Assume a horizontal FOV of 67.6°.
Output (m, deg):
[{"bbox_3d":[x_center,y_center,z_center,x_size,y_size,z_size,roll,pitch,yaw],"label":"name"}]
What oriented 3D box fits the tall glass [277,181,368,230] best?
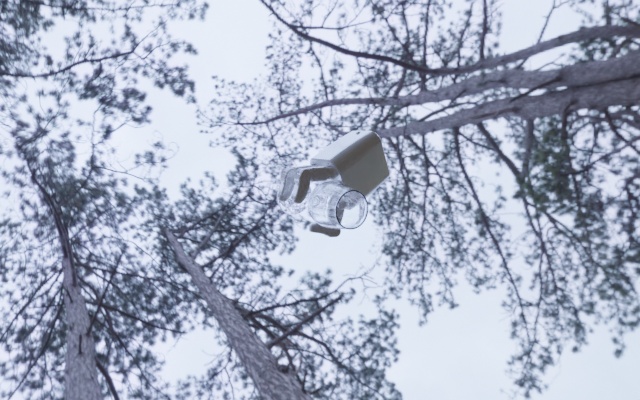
[{"bbox_3d":[0.000,0.003,0.824,0.079,0.079,0.201,0,7,-30],"label":"tall glass"}]
